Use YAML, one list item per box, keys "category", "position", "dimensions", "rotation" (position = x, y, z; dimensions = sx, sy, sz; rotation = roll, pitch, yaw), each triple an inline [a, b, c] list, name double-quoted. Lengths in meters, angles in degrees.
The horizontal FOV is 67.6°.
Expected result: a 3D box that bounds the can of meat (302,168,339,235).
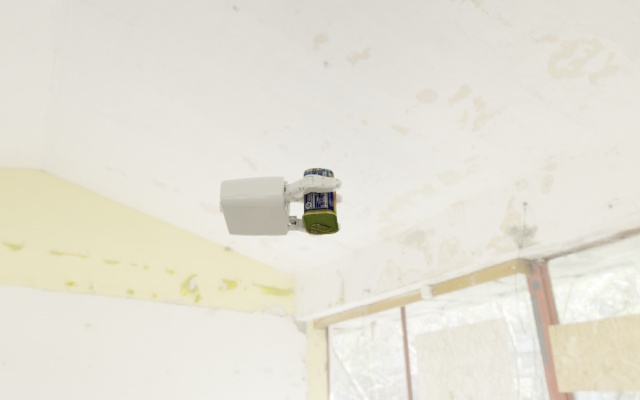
- category: "can of meat"
  position: [0.000, 0.002, 0.812]
  dimensions: [0.057, 0.084, 0.102]
  rotation: [-3, -24, 4]
